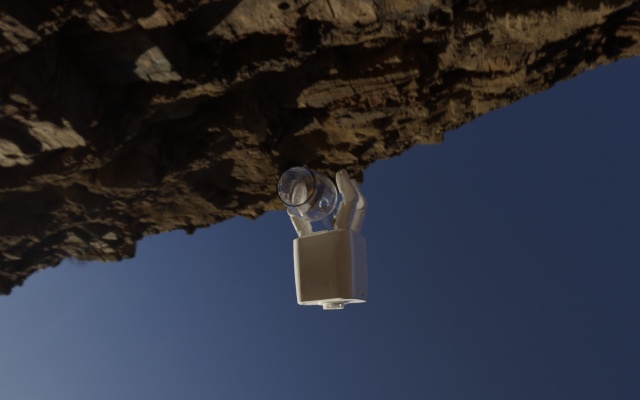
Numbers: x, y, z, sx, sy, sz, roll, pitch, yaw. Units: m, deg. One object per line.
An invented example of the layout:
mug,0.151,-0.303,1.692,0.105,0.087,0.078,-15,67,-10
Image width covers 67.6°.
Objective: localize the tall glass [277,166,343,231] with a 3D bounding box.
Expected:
tall glass,0.000,0.003,0.777,0.079,0.079,0.201,0,-14,22
